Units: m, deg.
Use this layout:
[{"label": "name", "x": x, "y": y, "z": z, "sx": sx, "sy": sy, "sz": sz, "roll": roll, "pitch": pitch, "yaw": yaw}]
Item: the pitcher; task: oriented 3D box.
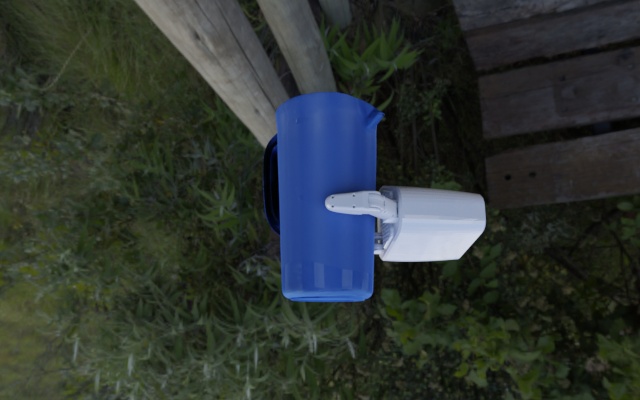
[{"label": "pitcher", "x": 0.000, "y": 0.002, "z": 0.600, "sx": 0.145, "sy": 0.242, "sz": 0.149, "roll": 2, "pitch": -15, "yaw": -8}]
